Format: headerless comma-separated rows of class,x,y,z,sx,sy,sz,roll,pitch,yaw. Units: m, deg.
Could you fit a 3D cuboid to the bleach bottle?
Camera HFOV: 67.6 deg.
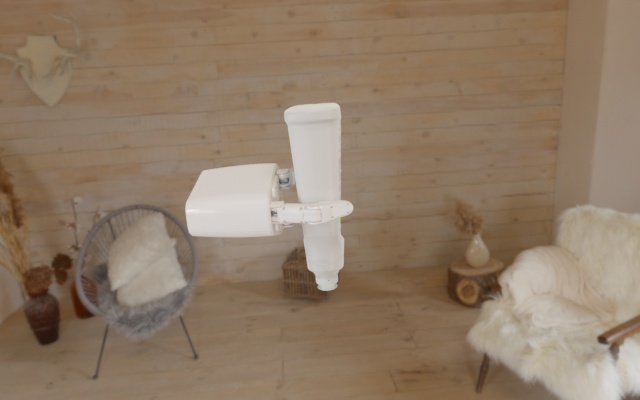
bleach bottle,0.000,0.002,0.631,0.068,0.251,0.102,-3,15,6
